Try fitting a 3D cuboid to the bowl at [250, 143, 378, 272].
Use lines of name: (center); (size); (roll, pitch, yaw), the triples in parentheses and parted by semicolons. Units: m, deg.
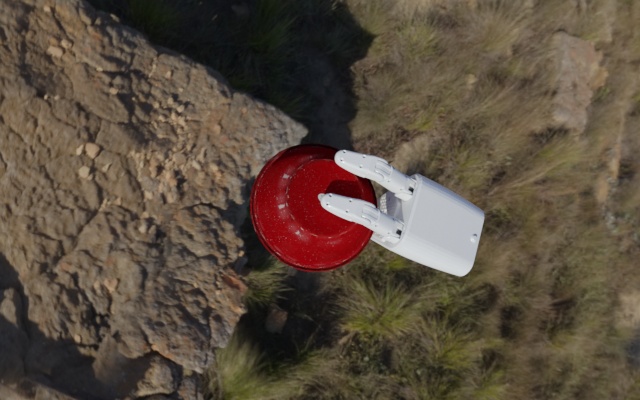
bowl: (-0.001, 0.002, 0.564); (0.162, 0.162, 0.055); (0, -11, -14)
